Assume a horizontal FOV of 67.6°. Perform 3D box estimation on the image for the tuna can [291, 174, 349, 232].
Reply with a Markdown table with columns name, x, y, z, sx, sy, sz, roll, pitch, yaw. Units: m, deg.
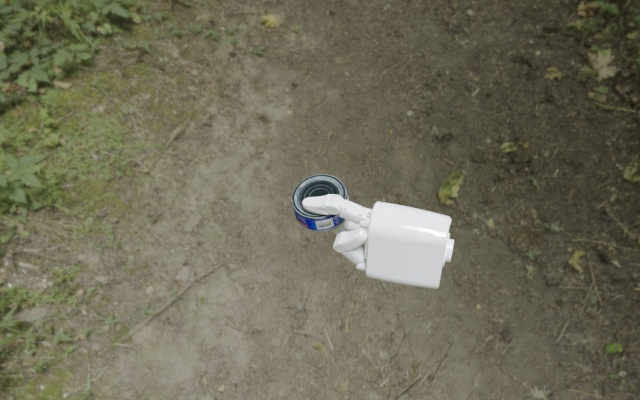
| name | x | y | z | sx | sy | sz | roll | pitch | yaw |
| --- | --- | --- | --- | --- | --- | --- | --- | --- | --- |
| tuna can | 0.000 | 0.002 | 0.716 | 0.086 | 0.086 | 0.034 | 0 | -37 | 12 |
